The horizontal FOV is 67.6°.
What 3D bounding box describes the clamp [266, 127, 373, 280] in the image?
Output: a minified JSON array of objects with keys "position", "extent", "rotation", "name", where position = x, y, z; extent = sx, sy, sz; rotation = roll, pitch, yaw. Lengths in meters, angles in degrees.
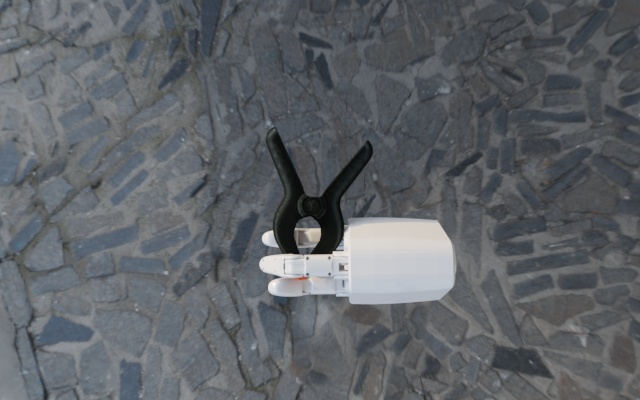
[{"position":[0.000,0.002,0.532],"extent":[0.120,0.171,0.039],"rotation":[-1,-3,3],"name":"clamp"}]
